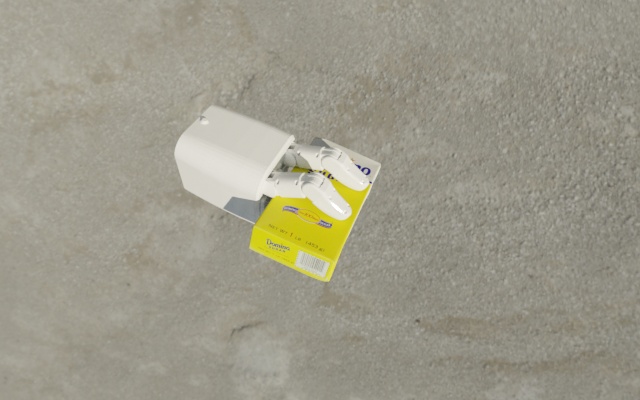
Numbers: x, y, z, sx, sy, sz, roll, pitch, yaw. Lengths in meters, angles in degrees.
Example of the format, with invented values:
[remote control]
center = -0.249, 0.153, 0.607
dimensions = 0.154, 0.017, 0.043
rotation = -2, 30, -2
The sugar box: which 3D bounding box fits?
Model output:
[sugar box]
center = 0.000, 0.001, 0.547
dimensions = 0.093, 0.176, 0.048
rotation = 24, -43, 5
